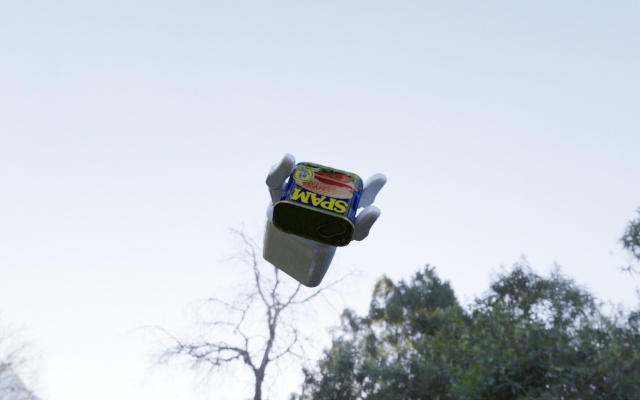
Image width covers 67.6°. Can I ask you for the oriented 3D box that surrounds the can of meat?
[{"bbox_3d":[0.000,0.002,0.609,0.102,0.084,0.057,15,-43,4],"label":"can of meat"}]
